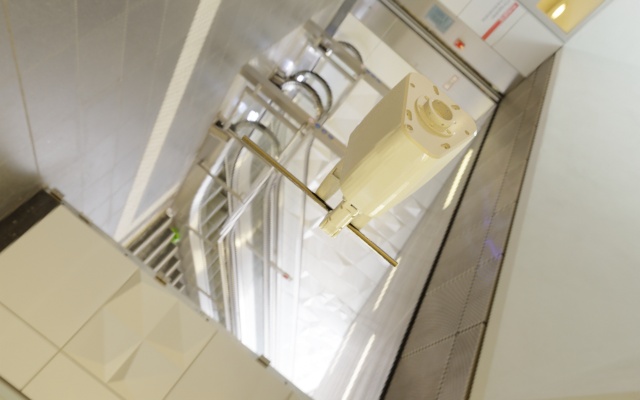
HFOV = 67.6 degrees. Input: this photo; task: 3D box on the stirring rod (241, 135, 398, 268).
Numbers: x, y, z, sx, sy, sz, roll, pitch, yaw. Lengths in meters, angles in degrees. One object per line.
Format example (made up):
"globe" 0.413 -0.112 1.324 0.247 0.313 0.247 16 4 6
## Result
"stirring rod" 0.000 0.002 0.574 0.239 0.011 0.011 40 -3 -4
